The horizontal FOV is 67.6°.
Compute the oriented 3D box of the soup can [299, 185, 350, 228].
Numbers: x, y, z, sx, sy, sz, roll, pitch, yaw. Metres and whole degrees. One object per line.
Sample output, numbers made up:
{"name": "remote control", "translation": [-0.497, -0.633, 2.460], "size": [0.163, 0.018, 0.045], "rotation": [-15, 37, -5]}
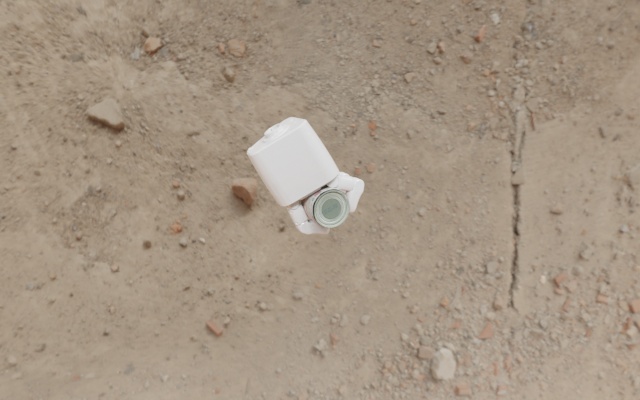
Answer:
{"name": "soup can", "translation": [0.000, 0.003, 0.825], "size": [0.068, 0.068, 0.102], "rotation": [0, 13, -23]}
